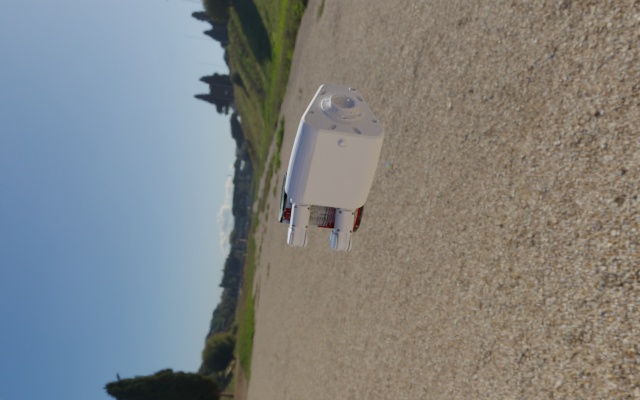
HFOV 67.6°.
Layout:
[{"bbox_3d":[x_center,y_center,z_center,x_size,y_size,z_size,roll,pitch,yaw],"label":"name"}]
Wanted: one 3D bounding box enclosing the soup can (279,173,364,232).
[{"bbox_3d":[0.000,0.002,0.625,0.102,0.068,0.068,7,-1,-8],"label":"soup can"}]
